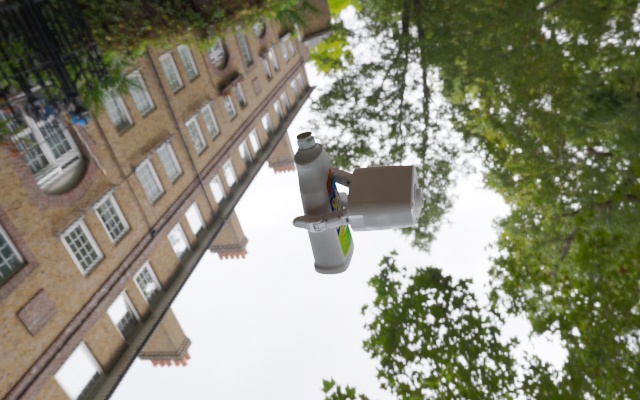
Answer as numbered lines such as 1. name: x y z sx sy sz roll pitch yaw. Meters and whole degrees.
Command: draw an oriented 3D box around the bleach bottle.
1. bleach bottle: 0.000 0.003 0.837 0.068 0.251 0.102 -4 31 20
